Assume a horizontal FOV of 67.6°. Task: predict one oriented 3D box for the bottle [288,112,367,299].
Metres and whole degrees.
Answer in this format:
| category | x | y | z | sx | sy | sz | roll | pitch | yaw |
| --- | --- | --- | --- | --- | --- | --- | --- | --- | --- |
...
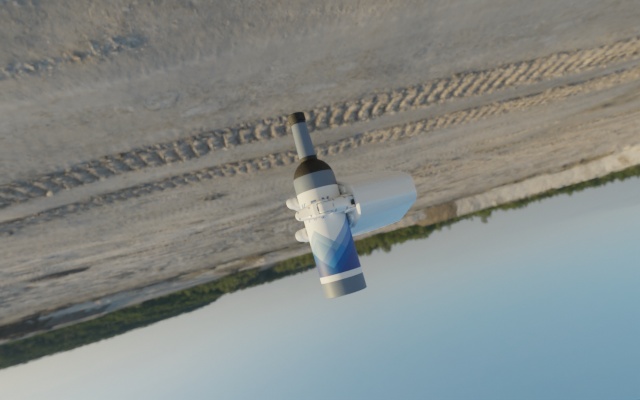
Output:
| category | x | y | z | sx | sy | sz | roll | pitch | yaw |
| --- | --- | --- | --- | --- | --- | --- | --- | --- | --- |
| bottle | 0.000 | 0.003 | 0.755 | 0.069 | 0.295 | 0.069 | -16 | -6 | -2 |
